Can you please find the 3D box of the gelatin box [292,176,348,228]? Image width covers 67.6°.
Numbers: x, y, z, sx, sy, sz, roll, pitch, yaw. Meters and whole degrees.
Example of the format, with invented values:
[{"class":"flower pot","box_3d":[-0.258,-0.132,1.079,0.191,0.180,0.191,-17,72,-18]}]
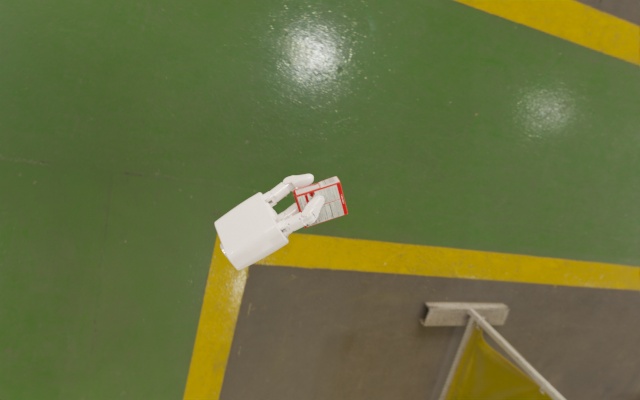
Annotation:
[{"class":"gelatin box","box_3d":[0.001,0.003,0.896,0.089,0.073,0.030,-18,30,-3]}]
